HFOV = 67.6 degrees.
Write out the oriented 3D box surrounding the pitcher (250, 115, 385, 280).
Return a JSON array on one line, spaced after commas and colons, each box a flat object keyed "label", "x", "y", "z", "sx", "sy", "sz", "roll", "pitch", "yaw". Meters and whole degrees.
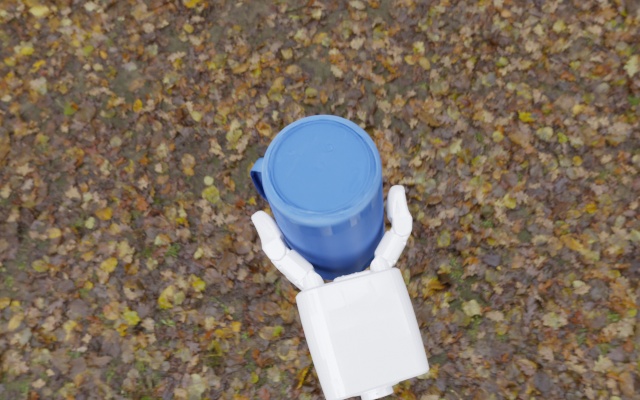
[{"label": "pitcher", "x": 0.000, "y": 0.002, "z": 0.531, "sx": 0.149, "sy": 0.145, "sz": 0.243, "roll": -15, "pitch": -18, "yaw": 0}]
